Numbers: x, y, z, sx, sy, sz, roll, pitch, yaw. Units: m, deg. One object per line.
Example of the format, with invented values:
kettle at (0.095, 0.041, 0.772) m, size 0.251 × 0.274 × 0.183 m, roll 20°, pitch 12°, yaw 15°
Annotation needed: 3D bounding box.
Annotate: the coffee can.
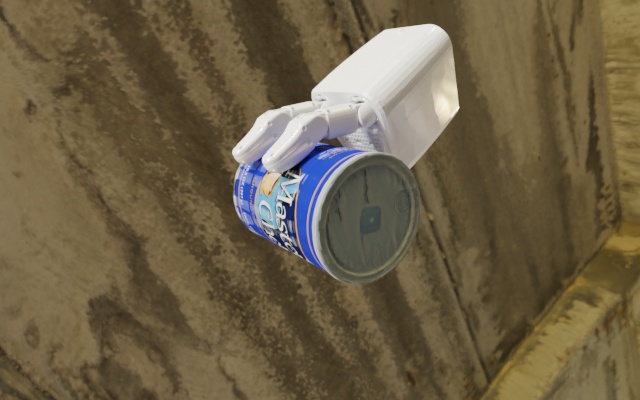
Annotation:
coffee can at (0.000, 0.002, 0.414) m, size 0.103 × 0.103 × 0.140 m, roll 0°, pitch 11°, yaw -35°
